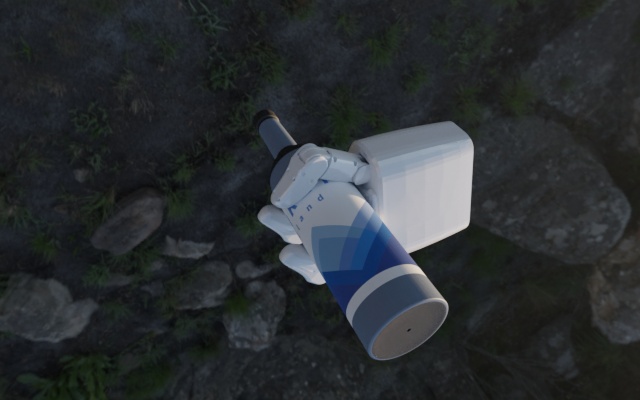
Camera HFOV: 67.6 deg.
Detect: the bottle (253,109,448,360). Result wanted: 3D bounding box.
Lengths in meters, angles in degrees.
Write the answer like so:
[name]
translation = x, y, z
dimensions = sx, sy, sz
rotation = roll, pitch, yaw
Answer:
[bottle]
translation = 0.000, 0.002, 0.434
dimensions = 0.069, 0.069, 0.295
rotation = 0, 38, -33
